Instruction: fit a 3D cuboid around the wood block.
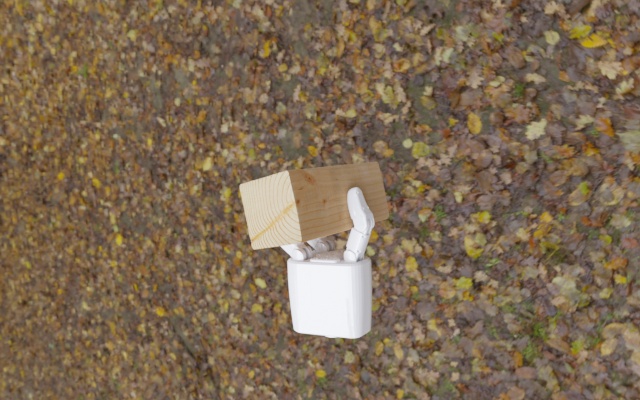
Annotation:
[{"bbox_3d":[0.000,0.003,0.672,0.091,0.090,0.206,-12,-1,39],"label":"wood block"}]
